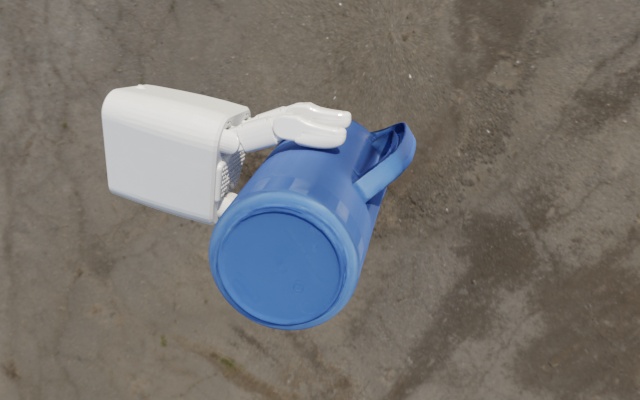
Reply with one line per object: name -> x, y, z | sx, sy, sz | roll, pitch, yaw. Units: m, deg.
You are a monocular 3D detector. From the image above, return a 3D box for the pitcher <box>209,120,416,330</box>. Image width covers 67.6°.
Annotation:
pitcher -> 0.000, 0.001, 0.432 | 0.145, 0.149, 0.242 | 15, 21, 4
